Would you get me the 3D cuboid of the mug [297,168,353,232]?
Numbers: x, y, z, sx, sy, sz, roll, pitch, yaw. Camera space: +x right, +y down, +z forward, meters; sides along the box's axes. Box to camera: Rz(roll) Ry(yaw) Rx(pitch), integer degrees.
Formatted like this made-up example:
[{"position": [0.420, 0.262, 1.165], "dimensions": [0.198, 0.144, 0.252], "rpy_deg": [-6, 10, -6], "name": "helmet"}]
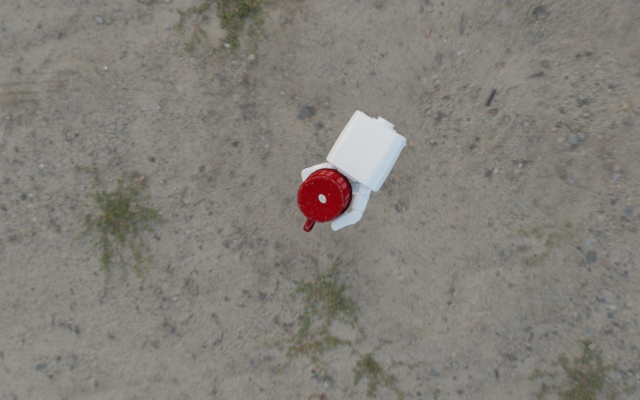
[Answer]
[{"position": [-0.001, 0.004, 0.829], "dimensions": [0.093, 0.117, 0.081], "rpy_deg": [31, 11, 4], "name": "mug"}]
